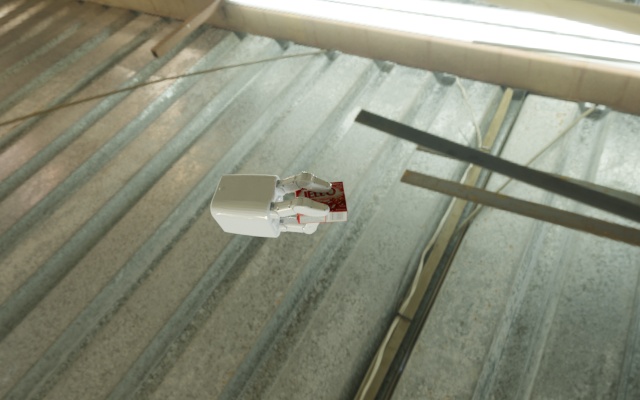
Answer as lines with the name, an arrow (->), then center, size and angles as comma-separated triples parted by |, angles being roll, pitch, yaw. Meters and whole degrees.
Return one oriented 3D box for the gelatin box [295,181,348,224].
gelatin box -> 0.000, 0.003, 0.849 | 0.089, 0.073, 0.030 | -3, -42, -4
